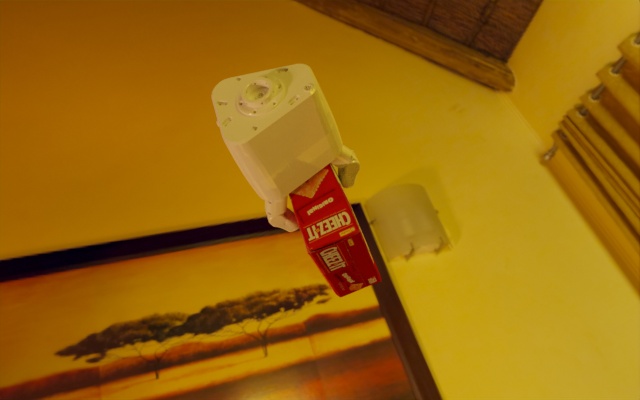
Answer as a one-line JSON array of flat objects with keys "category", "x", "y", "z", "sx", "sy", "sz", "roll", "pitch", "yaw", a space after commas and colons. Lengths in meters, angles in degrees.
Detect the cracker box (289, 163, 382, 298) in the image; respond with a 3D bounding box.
[{"category": "cracker box", "x": 0.000, "y": 0.002, "z": 0.639, "sx": 0.072, "sy": 0.213, "sz": 0.164, "roll": -24, "pitch": -33, "yaw": 3}]
